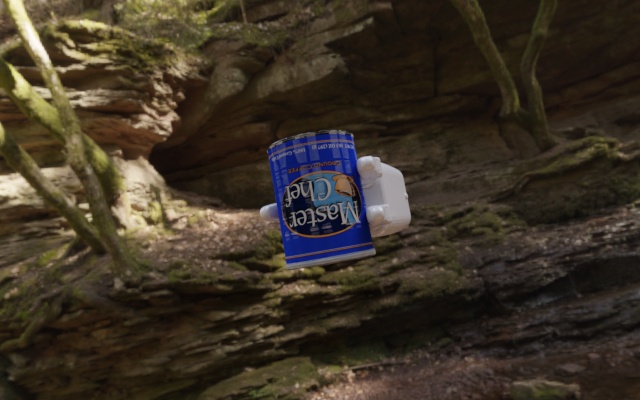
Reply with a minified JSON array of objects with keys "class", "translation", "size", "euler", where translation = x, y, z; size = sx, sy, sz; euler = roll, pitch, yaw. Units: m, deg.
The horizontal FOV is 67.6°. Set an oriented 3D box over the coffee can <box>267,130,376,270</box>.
[{"class":"coffee can","translation":[0.000,0.002,0.548],"size":[0.103,0.140,0.103],"euler":[-10,-6,-1]}]
